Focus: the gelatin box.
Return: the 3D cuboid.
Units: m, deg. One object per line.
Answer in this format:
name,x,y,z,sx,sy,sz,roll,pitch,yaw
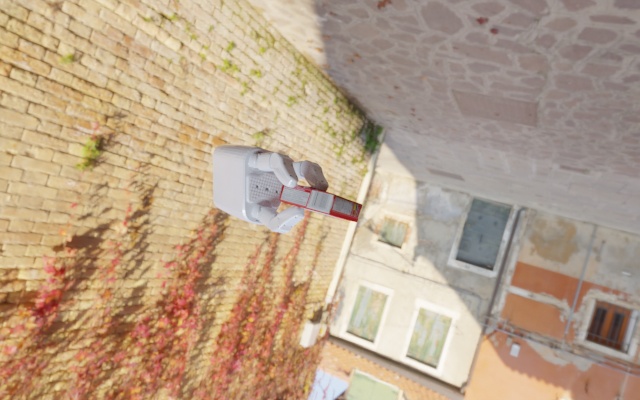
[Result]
gelatin box,0.000,0.003,0.649,0.089,0.030,0.073,14,-2,36
